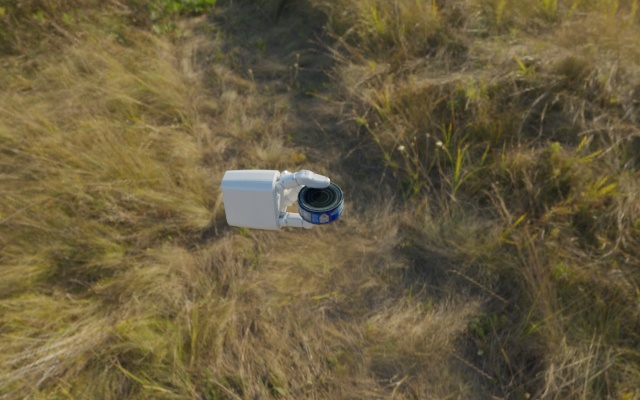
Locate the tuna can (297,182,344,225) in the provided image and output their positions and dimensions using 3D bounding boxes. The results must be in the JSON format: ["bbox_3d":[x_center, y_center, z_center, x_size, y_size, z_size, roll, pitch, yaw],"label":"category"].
[{"bbox_3d":[0.000,0.002,0.880,0.086,0.034,0.086,-2,44,2],"label":"tuna can"}]
